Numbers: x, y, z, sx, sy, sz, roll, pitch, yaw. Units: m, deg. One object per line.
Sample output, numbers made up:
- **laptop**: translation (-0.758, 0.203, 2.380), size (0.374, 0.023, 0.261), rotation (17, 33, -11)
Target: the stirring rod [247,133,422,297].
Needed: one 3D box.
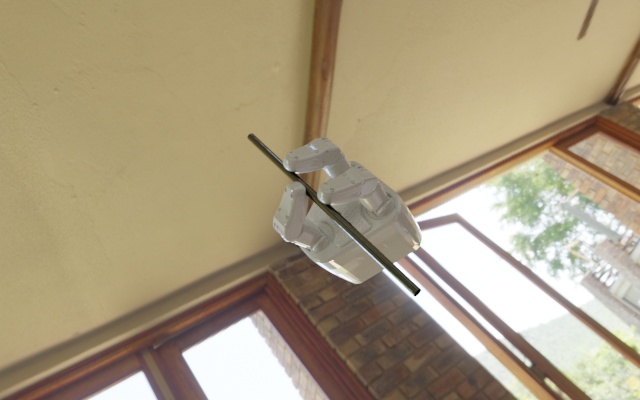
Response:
- **stirring rod**: translation (0.000, 0.001, 0.422), size (0.011, 0.011, 0.239), rotation (0, 34, -46)
